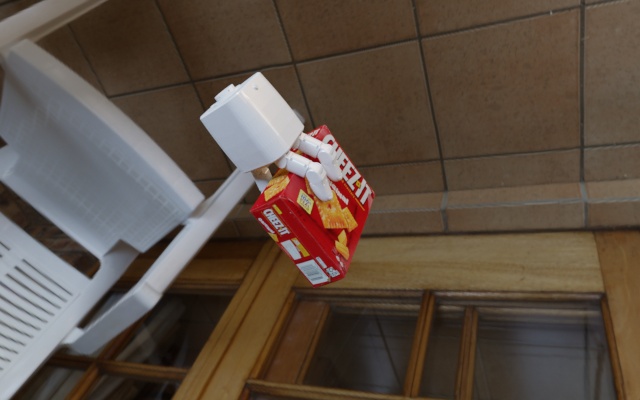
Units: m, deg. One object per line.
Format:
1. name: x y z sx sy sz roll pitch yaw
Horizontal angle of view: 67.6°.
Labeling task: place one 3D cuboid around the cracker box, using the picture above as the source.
1. cracker box: 0.000 0.003 0.759 0.072 0.164 0.213 -22 25 34
